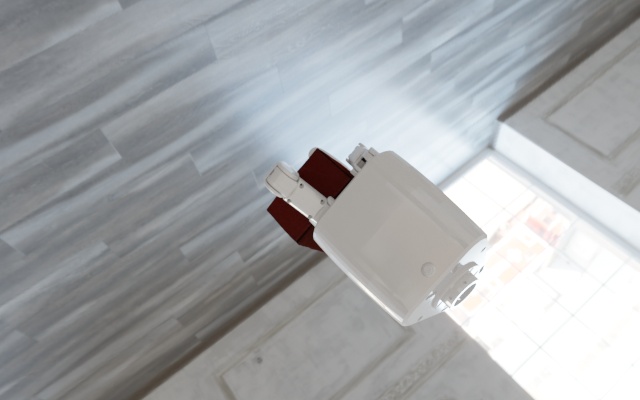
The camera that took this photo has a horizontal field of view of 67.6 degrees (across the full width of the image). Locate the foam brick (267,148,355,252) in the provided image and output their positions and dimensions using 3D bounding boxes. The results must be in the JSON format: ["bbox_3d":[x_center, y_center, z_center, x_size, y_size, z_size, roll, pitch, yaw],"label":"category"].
[{"bbox_3d":[0.000,0.002,0.445,0.051,0.078,0.053,45,10,30],"label":"foam brick"}]
